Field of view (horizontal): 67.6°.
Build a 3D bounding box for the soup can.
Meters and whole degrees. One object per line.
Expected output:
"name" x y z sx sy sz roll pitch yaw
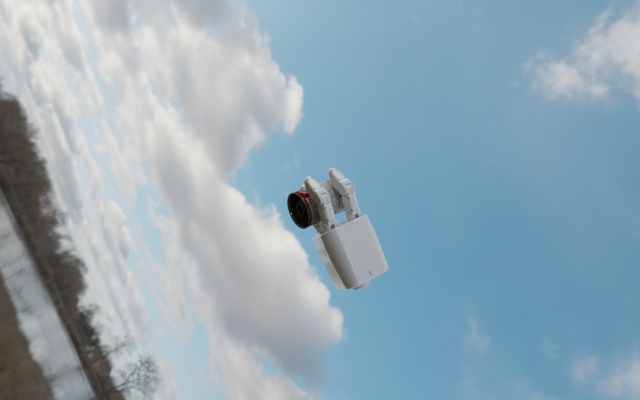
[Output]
"soup can" 0.000 0.002 0.868 0.102 0.068 0.068 -21 11 -31
